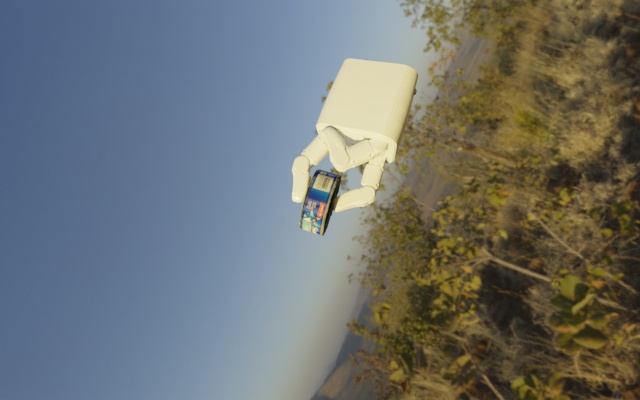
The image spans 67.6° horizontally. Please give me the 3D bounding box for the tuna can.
[{"bbox_3d":[0.000,0.002,0.643,0.034,0.086,0.086,17,2,6],"label":"tuna can"}]
